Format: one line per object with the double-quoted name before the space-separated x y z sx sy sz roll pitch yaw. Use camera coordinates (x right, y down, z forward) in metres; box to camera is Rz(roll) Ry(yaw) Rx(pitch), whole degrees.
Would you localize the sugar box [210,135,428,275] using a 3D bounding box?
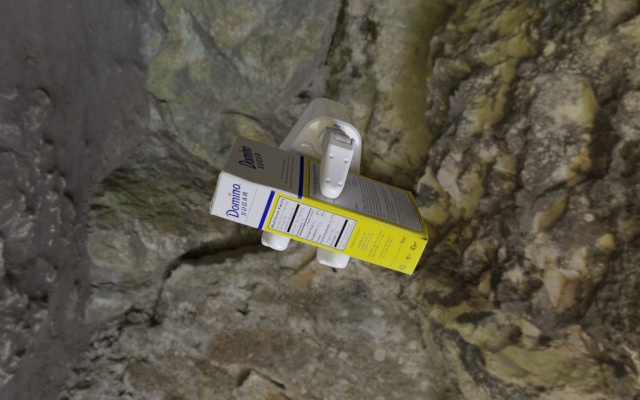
"sugar box" 0.000 0.002 0.419 0.176 0.048 0.093 16 25 -8
